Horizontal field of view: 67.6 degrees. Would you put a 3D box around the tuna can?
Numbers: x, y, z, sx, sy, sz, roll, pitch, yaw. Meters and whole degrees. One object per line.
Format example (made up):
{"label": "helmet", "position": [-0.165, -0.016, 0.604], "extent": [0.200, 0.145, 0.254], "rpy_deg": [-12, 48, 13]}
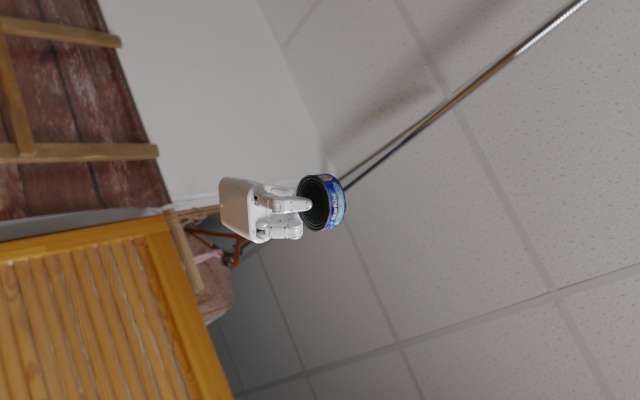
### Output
{"label": "tuna can", "position": [0.001, 0.002, 0.722], "extent": [0.034, 0.086, 0.086], "rpy_deg": [-9, 5, -36]}
